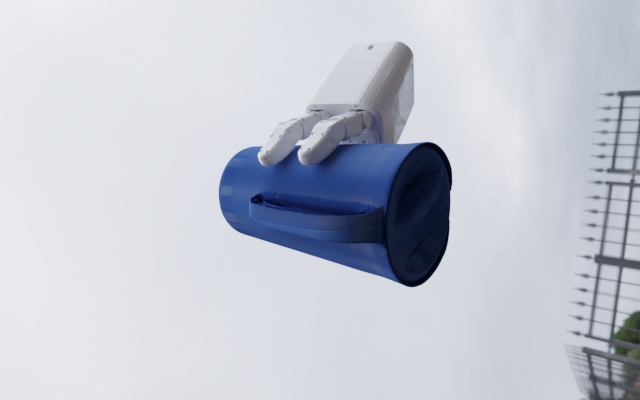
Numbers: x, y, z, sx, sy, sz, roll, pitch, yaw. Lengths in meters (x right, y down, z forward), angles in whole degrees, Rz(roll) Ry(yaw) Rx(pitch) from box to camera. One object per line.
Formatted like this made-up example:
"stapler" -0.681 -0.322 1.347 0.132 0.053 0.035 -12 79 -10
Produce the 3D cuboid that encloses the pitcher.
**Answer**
"pitcher" 0.000 0.002 0.497 0.243 0.145 0.149 8 -32 38
